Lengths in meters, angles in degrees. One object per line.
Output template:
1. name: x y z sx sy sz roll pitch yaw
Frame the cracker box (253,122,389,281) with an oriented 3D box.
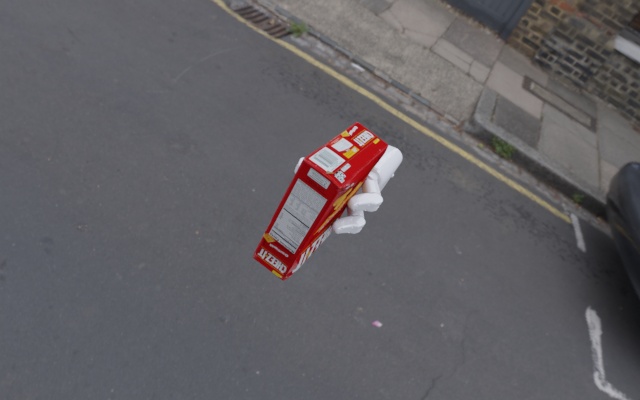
1. cracker box: 0.000 0.002 0.730 0.072 0.214 0.164 38 39 9
